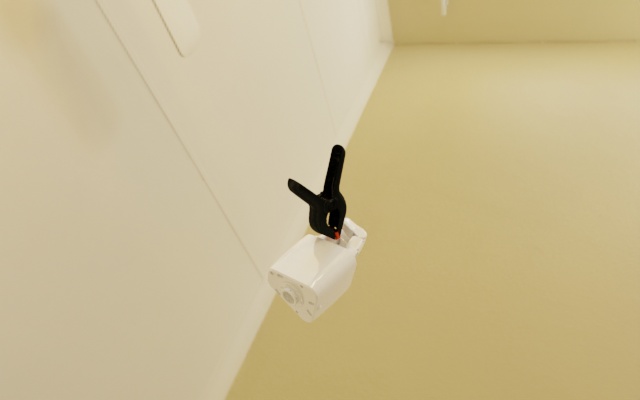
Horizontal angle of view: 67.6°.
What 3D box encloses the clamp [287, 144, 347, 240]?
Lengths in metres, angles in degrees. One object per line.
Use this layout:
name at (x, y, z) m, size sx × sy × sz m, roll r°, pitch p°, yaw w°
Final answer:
clamp at (0.000, 0.002, 0.793) m, size 0.120 × 0.172 × 0.039 m, roll -27°, pitch 36°, yaw -29°
